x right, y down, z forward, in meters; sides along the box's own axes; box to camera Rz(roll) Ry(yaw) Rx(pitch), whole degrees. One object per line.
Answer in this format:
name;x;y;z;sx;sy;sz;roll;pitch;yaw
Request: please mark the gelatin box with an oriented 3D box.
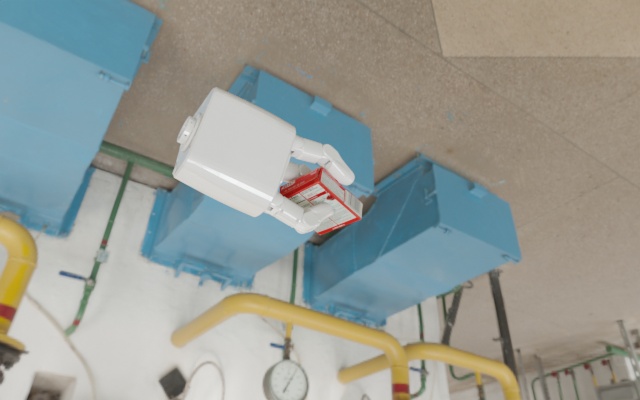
gelatin box;0.000;0.003;0.622;0.073;0.030;0.089;-24;-50;35
